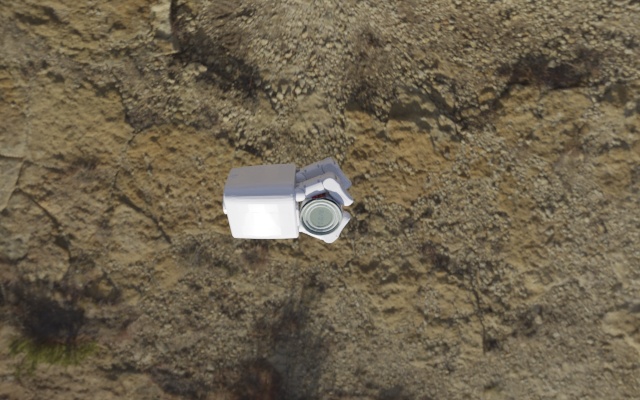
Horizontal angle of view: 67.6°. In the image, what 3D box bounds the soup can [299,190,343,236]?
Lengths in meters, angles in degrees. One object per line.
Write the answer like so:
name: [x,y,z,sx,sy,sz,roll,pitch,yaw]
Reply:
soup can: [0.001,0.003,0.764,0.068,0.068,0.102,0,28,-1]
